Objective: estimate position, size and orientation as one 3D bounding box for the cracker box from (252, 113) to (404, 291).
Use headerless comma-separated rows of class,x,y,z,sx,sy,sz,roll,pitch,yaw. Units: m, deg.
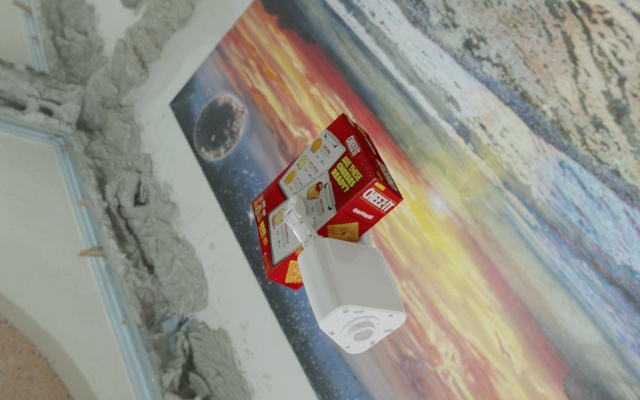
cracker box,0.000,0.002,0.700,0.214,0.164,0.072,-42,-51,20
